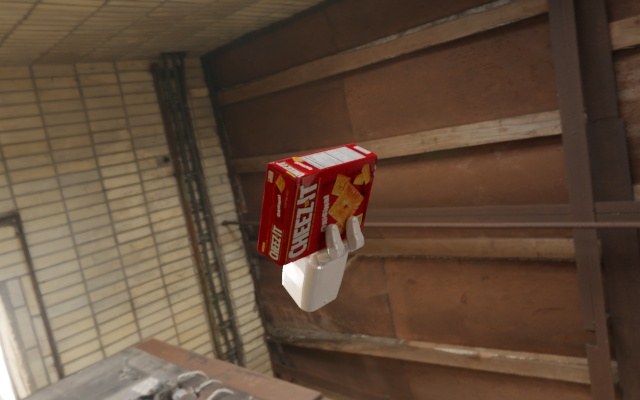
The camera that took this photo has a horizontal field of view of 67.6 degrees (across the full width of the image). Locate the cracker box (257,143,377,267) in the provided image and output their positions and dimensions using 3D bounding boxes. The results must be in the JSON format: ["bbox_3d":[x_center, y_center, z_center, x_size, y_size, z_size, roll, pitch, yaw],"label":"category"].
[{"bbox_3d":[0.000,0.003,0.825,0.072,0.164,0.213,29,32,34],"label":"cracker box"}]
